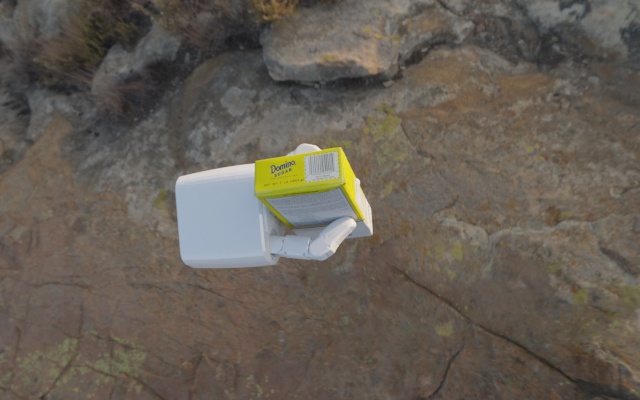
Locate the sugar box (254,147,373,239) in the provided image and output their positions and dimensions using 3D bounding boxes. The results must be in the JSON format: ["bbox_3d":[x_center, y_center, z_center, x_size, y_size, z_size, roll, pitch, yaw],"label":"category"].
[{"bbox_3d":[0.000,0.001,0.542,0.093,0.048,0.176,-7,-19,12],"label":"sugar box"}]
